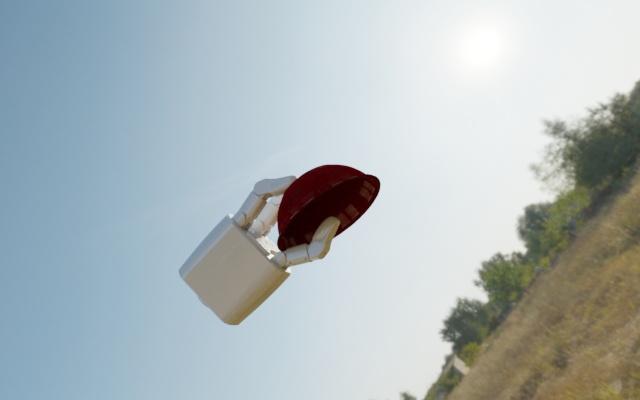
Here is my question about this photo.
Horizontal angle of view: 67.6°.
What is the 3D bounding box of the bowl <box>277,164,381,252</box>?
[{"bbox_3d":[0.001,0.001,0.641,0.162,0.055,0.162,-28,-24,-14],"label":"bowl"}]
